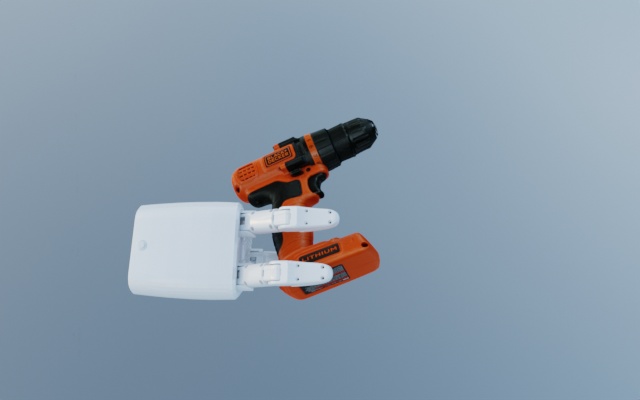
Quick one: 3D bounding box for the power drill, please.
[{"bbox_3d":[0.000,0.002,0.531,0.184,0.187,0.057,-24,-38,6],"label":"power drill"}]
